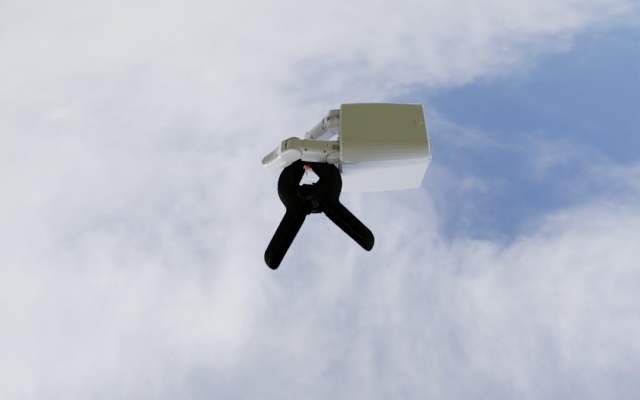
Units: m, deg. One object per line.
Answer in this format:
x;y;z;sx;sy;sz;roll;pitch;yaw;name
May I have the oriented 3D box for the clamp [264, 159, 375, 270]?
0.000;0.002;0.557;0.120;0.171;0.039;-1;-36;3;clamp
